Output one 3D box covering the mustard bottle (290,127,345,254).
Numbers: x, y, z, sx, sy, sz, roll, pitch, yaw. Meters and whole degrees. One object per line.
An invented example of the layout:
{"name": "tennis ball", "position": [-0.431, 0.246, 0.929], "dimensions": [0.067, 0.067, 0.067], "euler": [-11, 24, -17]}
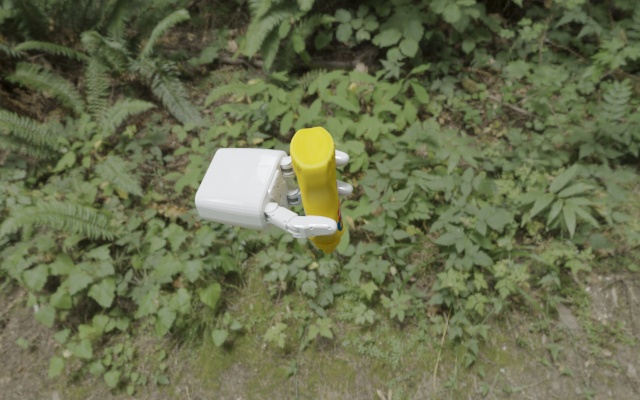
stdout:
{"name": "mustard bottle", "position": [0.000, 0.002, 0.663], "dimensions": [0.058, 0.192, 0.096], "euler": [-9, 39, 0]}
